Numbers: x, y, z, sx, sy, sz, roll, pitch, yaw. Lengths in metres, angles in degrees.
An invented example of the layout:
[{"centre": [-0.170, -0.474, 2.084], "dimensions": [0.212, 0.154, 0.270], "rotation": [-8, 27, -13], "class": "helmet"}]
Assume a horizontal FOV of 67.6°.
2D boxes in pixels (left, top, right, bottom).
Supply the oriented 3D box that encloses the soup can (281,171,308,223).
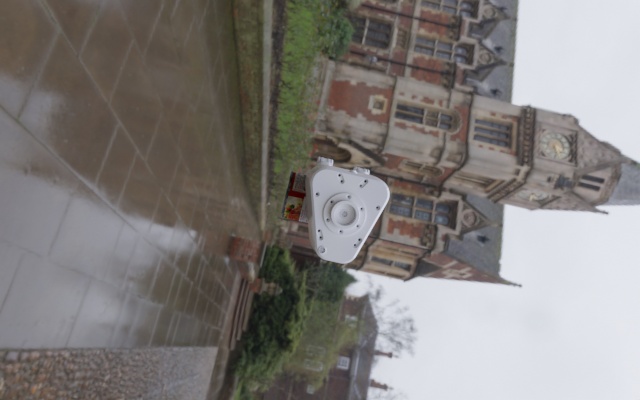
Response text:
[{"centre": [0.000, 0.002, 0.686], "dimensions": [0.102, 0.068, 0.068], "rotation": [13, -1, -3], "class": "soup can"}]
